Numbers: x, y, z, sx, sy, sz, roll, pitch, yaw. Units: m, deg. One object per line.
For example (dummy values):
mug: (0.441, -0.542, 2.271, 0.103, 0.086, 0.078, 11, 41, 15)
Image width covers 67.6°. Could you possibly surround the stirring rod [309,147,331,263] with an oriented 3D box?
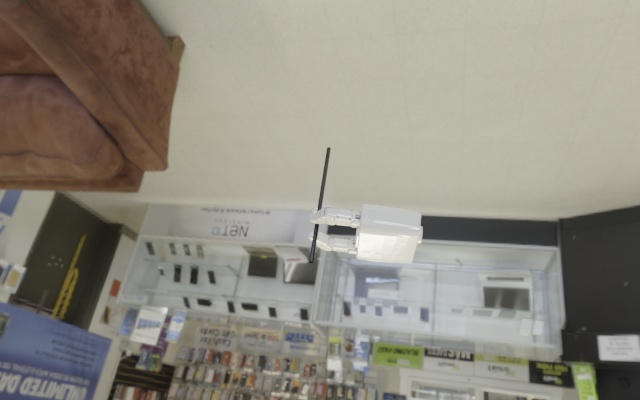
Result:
stirring rod: (0.000, 0.003, 0.900, 0.011, 0.239, 0.011, 7, -26, 3)
